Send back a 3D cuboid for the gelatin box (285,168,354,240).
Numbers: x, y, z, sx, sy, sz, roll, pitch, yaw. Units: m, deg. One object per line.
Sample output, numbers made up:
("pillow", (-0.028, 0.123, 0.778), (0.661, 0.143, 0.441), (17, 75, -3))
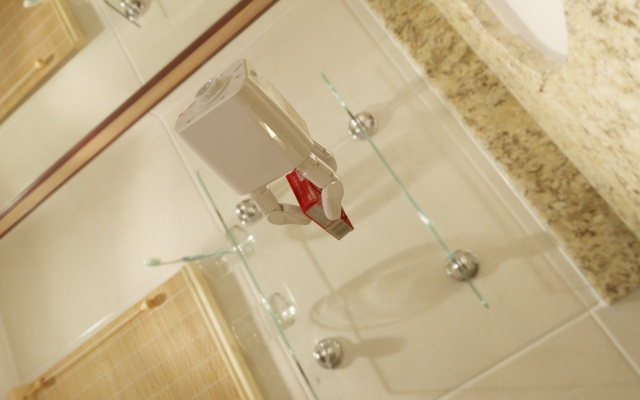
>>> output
("gelatin box", (0.000, 0.002, 0.624), (0.030, 0.073, 0.089), (-38, -45, 12))
